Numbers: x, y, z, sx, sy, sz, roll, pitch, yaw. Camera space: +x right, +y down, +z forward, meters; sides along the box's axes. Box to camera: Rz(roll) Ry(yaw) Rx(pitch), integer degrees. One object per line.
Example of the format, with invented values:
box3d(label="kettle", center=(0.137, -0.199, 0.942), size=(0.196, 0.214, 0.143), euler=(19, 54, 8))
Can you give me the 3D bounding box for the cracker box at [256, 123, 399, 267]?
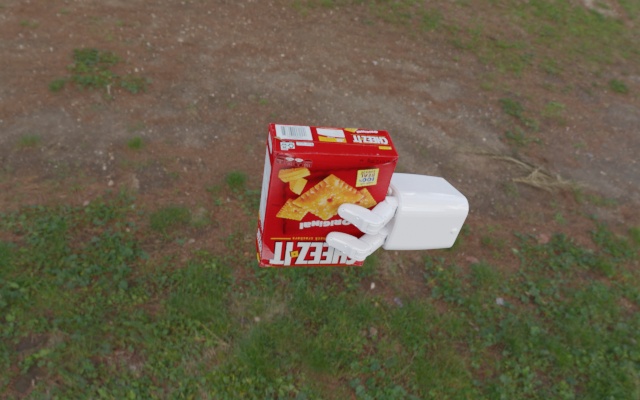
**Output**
box3d(label="cracker box", center=(0.000, 0.002, 0.674), size=(0.164, 0.214, 0.072), euler=(2, 40, -13))
